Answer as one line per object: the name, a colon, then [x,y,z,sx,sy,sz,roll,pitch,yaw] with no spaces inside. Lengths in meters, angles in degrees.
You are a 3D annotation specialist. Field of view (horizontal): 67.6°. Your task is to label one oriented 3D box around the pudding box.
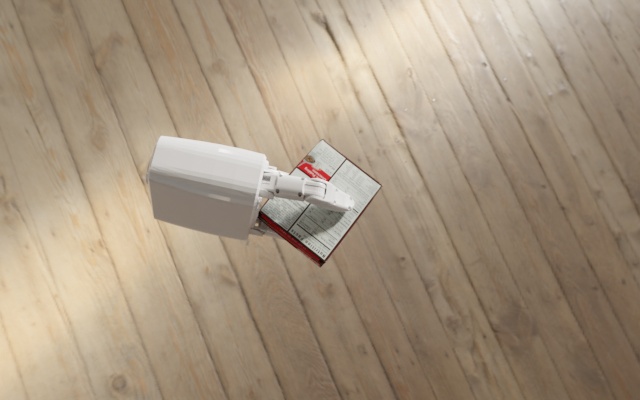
pudding box: [0.000,0.002,0.520,0.090,0.113,0.039,39,-16,1]
